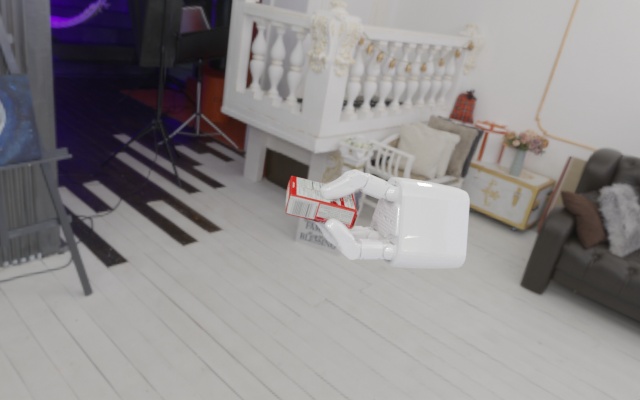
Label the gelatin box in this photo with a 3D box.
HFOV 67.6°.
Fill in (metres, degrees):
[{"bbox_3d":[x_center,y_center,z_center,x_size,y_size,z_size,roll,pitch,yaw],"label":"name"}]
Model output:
[{"bbox_3d":[0.000,0.002,0.622,0.089,0.030,0.073,14,21,-8],"label":"gelatin box"}]
